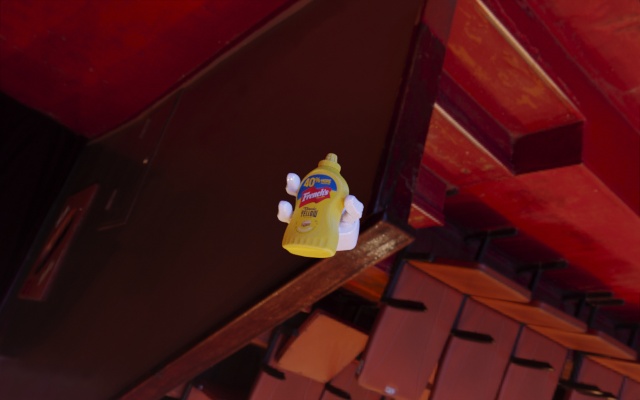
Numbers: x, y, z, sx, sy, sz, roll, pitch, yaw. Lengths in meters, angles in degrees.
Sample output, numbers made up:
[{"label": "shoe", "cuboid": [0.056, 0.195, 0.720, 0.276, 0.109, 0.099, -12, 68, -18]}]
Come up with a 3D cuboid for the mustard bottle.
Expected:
[{"label": "mustard bottle", "cuboid": [0.000, 0.003, 0.848, 0.096, 0.191, 0.058, 0, -27, 33]}]
